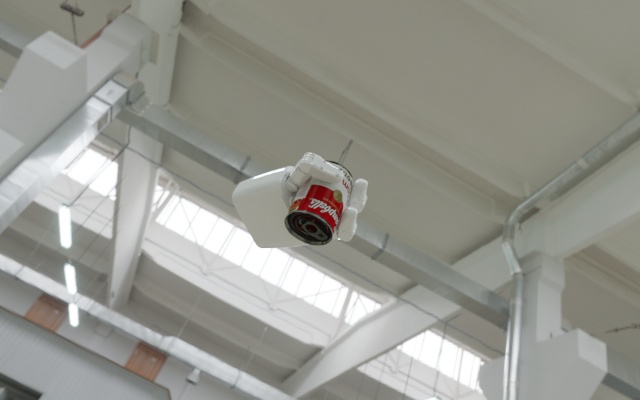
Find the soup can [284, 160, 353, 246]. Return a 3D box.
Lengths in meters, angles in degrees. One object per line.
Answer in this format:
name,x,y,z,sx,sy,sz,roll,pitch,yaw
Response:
soup can,0.001,0.002,0.660,0.068,0.102,0.069,14,-39,12
